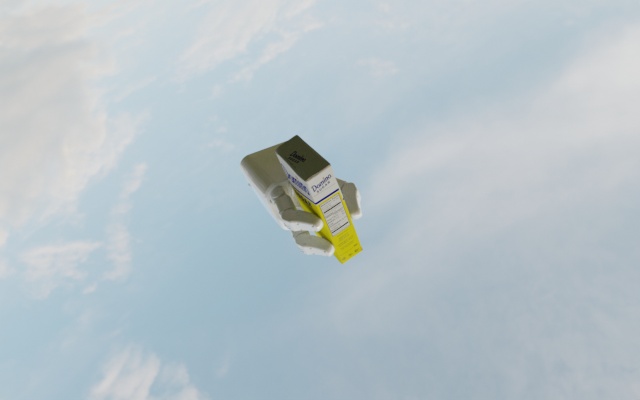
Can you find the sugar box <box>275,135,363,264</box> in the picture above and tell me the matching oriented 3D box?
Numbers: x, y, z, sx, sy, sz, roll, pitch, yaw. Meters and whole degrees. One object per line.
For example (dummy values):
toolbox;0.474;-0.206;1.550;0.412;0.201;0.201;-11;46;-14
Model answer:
sugar box;0.000;0.002;0.665;0.048;0.176;0.093;-36;44;-9
